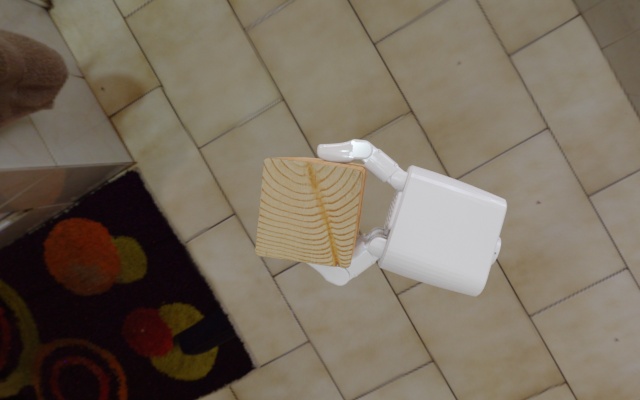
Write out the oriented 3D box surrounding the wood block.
[{"bbox_3d":[0.001,0.001,0.522,0.090,0.091,0.206,8,6,6],"label":"wood block"}]
